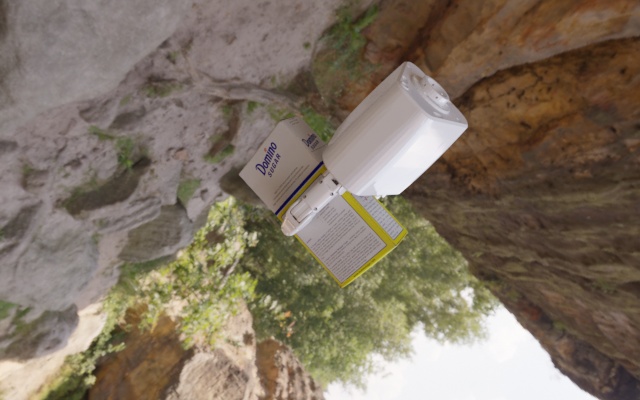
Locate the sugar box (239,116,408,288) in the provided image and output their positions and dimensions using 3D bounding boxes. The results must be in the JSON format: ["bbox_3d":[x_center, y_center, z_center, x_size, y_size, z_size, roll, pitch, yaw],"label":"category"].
[{"bbox_3d":[0.001,0.002,0.523,0.093,0.176,0.048,-45,-8,34],"label":"sugar box"}]
